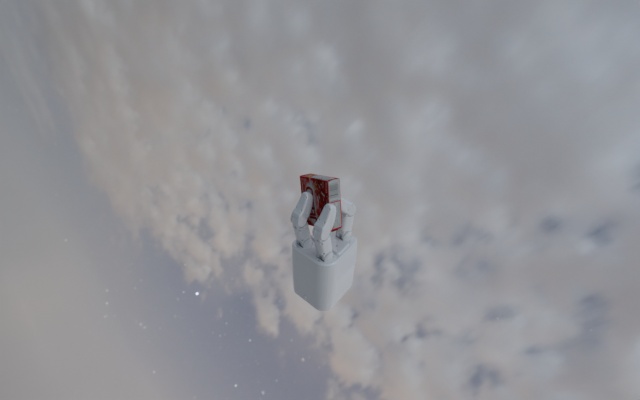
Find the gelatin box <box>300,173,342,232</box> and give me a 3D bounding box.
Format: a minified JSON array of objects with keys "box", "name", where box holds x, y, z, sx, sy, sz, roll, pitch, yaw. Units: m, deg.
[{"box":[0.000,0.002,0.810,0.030,0.089,0.073,-16,20,-38],"name":"gelatin box"}]
